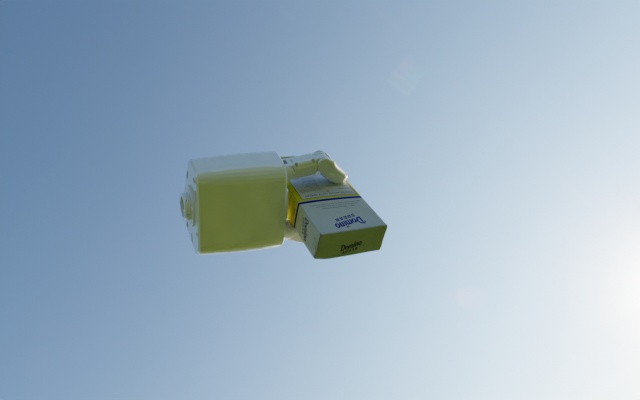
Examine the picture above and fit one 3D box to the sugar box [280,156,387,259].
[{"bbox_3d":[0.000,0.002,0.617,0.093,0.048,0.176,-6,38,-26],"label":"sugar box"}]
